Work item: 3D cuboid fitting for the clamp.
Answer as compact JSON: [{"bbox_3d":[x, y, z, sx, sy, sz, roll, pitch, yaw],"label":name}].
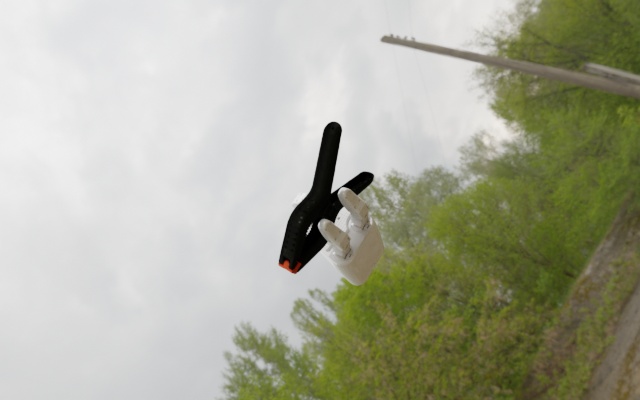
[{"bbox_3d":[-0.001,0.003,0.679,0.036,0.210,0.165,23,-19,33],"label":"clamp"}]
